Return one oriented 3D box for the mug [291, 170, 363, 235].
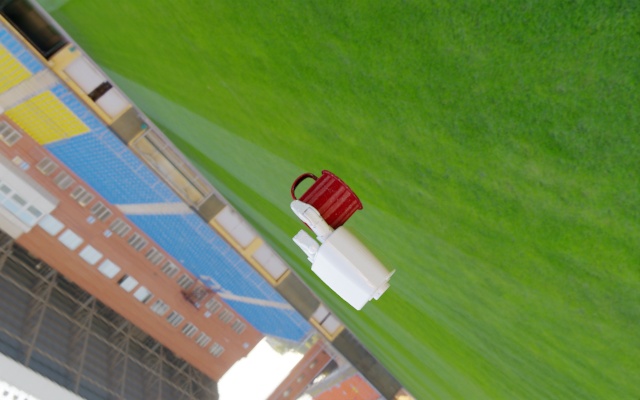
[{"bbox_3d":[-0.001,0.002,0.787,0.117,0.081,0.093,41,-11,15],"label":"mug"}]
